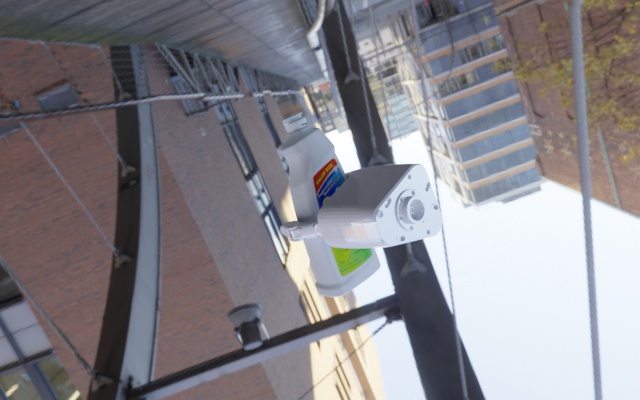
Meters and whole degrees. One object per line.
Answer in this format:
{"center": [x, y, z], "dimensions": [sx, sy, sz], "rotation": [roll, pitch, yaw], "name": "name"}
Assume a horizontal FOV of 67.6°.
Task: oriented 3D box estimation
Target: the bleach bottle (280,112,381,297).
{"center": [0.000, 0.002, 0.673], "dimensions": [0.102, 0.251, 0.068], "rotation": [-29, 14, -32], "name": "bleach bottle"}
